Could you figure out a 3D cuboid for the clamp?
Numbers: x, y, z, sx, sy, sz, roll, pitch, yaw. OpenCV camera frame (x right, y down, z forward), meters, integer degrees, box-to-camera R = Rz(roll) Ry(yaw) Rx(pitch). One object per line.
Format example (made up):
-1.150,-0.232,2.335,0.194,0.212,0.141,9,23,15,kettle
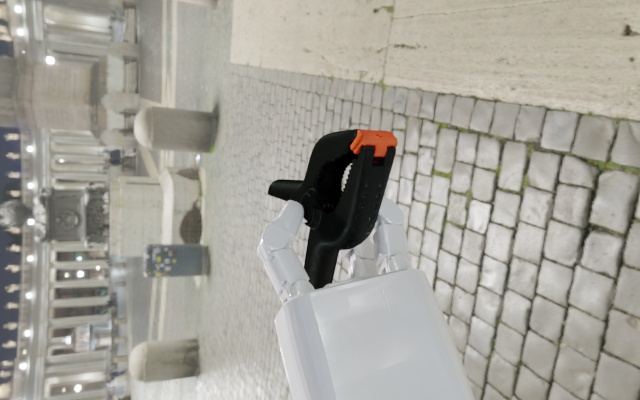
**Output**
0.000,0.001,0.412,0.036,0.164,0.210,-2,-36,-25,clamp
